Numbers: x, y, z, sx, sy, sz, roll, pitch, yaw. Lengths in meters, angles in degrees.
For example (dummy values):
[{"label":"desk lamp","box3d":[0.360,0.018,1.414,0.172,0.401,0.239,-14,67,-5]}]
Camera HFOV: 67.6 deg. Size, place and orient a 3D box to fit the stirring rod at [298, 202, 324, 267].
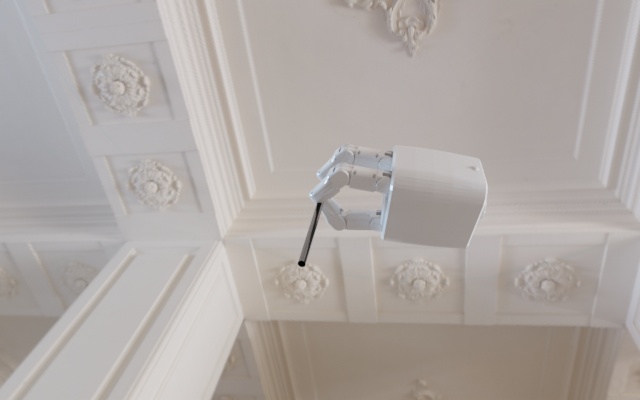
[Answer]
[{"label":"stirring rod","box3d":[0.000,0.002,0.570,0.011,0.011,0.239,0,30,10]}]
